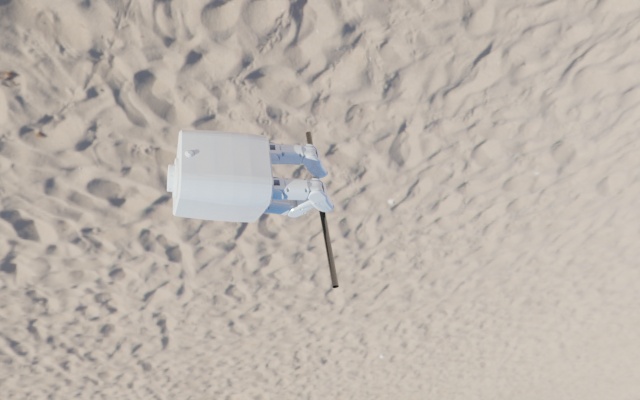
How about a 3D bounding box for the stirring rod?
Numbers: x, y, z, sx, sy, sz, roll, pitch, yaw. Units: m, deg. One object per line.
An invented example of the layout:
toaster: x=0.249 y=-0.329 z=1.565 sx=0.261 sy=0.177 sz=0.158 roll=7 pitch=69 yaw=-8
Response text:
stirring rod: x=0.000 y=0.002 z=0.626 sx=0.011 sy=0.239 sz=0.011 roll=-7 pitch=-33 yaw=-5
